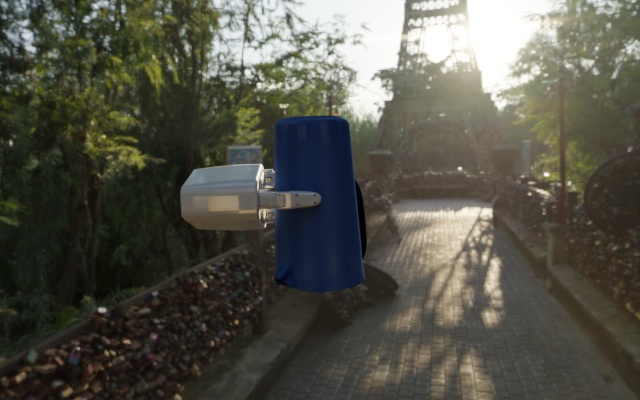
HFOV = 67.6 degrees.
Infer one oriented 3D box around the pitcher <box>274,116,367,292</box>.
[{"bbox_3d":[0.000,0.002,0.701,0.145,0.243,0.149,-3,5,-1],"label":"pitcher"}]
